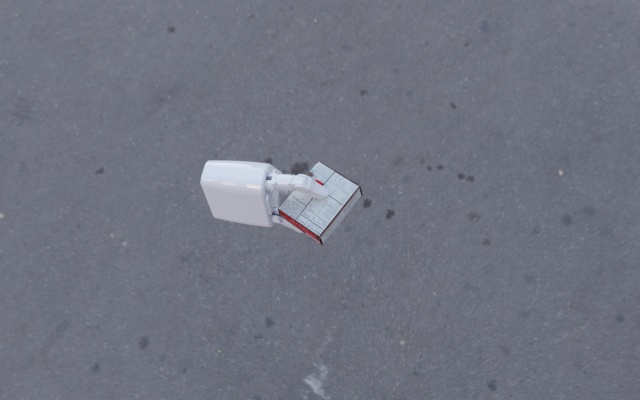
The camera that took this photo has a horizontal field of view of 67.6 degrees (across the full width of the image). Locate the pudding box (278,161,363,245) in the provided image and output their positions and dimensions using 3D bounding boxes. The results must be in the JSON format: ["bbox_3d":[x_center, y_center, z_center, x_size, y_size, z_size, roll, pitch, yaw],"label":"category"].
[{"bbox_3d":[0.000,0.002,0.775,0.090,0.113,0.039,34,-15,21],"label":"pudding box"}]
